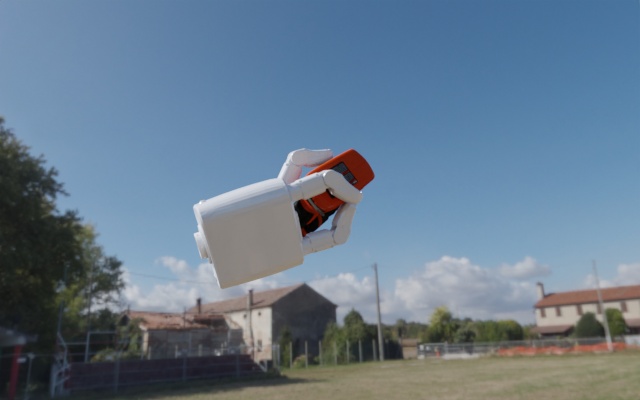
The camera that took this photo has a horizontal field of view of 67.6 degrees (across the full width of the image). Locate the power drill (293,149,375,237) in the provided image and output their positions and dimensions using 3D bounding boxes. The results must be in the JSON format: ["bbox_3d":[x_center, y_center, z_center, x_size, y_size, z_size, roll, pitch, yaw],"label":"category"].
[{"bbox_3d":[0.000,0.002,0.693,0.184,0.057,0.188,-36,-7,-36],"label":"power drill"}]
